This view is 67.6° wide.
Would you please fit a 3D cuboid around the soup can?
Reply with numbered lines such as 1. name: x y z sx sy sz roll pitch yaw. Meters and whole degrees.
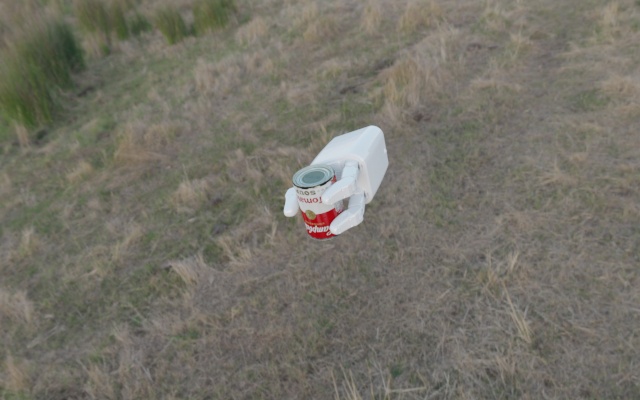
1. soup can: 0.000 0.003 0.750 0.068 0.102 0.068 -11 33 7
